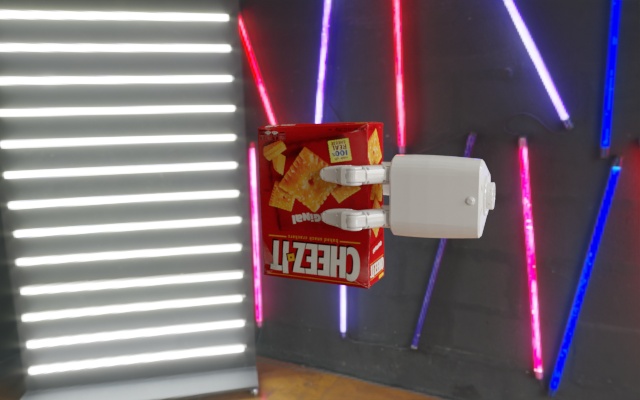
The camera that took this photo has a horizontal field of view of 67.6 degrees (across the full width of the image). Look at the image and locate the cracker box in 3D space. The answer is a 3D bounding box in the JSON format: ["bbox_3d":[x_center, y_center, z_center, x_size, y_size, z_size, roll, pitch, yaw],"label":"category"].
[{"bbox_3d":[0.000,0.002,0.655,0.164,0.214,0.072,3,10,26],"label":"cracker box"}]
